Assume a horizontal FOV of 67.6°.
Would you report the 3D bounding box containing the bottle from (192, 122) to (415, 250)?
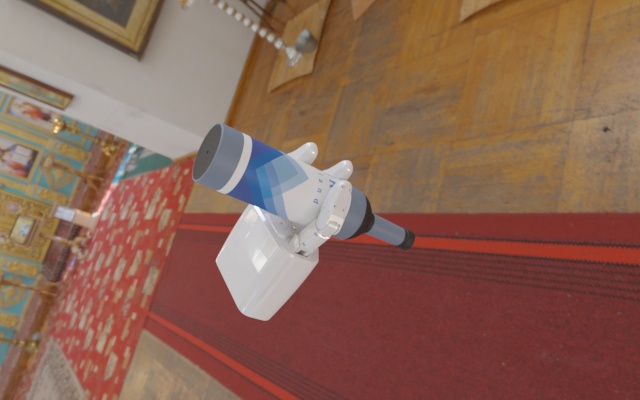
[{"bbox_3d":[0.000,0.002,0.561,0.296,0.069,0.069,24,-13,-30],"label":"bottle"}]
